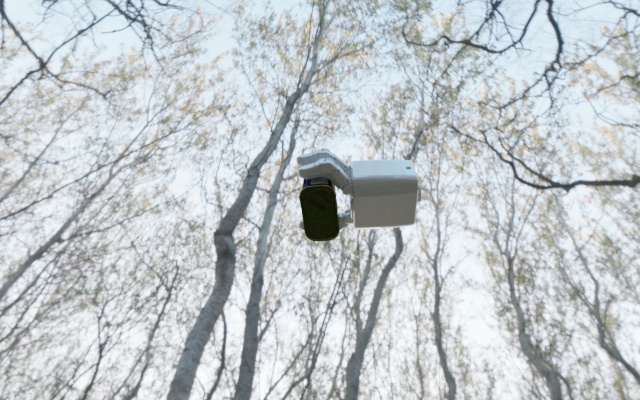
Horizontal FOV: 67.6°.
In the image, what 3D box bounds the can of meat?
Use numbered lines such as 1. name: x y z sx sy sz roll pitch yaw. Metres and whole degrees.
1. can of meat: 0.000 0.003 0.794 0.057 0.102 0.084 -5 28 5
